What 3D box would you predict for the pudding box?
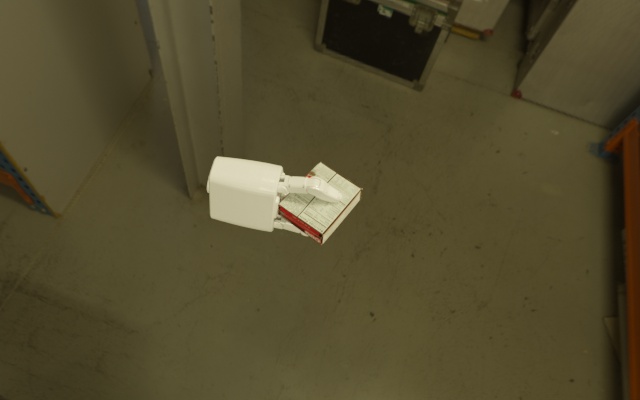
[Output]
[{"bbox_3d":[0.000,0.002,0.767,0.090,0.113,0.039,35,-26,15],"label":"pudding box"}]
